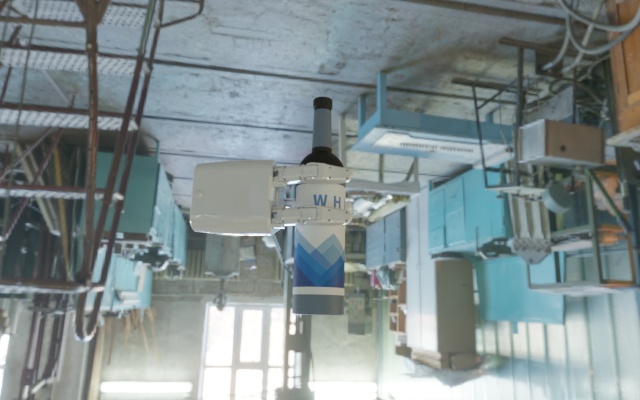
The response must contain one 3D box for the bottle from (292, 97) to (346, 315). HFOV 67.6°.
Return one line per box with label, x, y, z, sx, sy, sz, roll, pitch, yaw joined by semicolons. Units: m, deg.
bottle;0.000;0.002;0.641;0.069;0.295;0.069;1;-13;0
